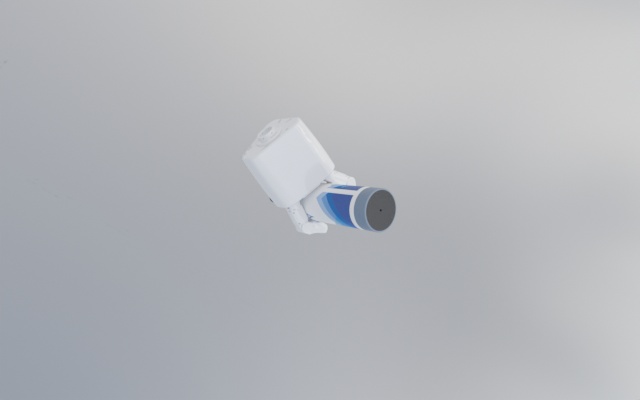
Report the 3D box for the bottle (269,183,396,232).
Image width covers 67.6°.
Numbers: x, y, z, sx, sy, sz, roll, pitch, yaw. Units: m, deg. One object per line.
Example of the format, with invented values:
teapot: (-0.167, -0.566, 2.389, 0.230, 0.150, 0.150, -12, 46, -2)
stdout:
bottle: (0.000, 0.003, 0.823, 0.069, 0.069, 0.295, 0, 5, -38)
